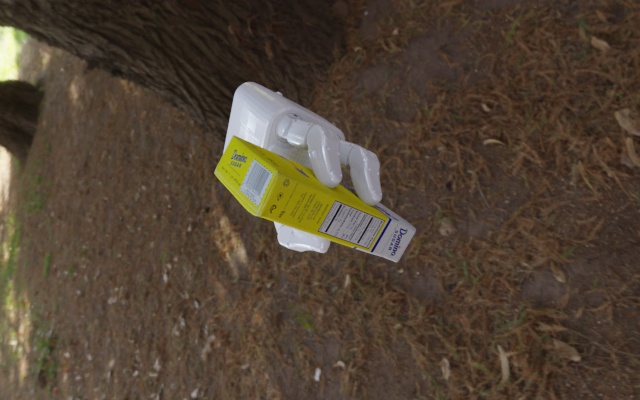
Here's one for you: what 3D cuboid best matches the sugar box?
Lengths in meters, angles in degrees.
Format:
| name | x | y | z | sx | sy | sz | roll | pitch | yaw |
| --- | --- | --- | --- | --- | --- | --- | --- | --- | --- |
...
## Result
| name | x | y | z | sx | sy | sz | roll | pitch | yaw |
| --- | --- | --- | --- | --- | --- | --- | --- | --- | --- |
| sugar box | 0.000 | 0.001 | 0.443 | 0.176 | 0.048 | 0.093 | 18 | 14 | -40 |
